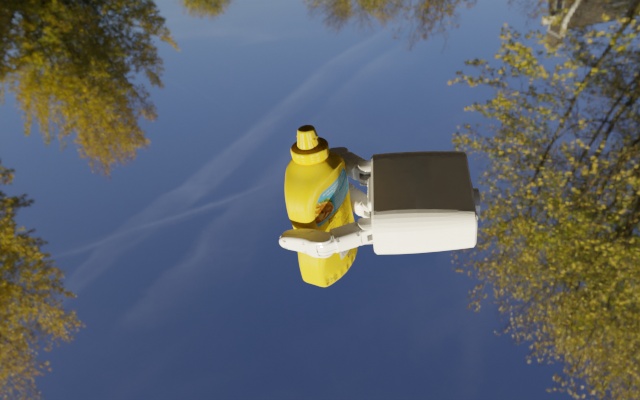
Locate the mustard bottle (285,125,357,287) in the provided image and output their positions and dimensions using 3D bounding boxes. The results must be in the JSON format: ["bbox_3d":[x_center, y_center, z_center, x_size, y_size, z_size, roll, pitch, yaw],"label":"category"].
[{"bbox_3d":[0.000,0.002,0.551,0.058,0.192,0.096,13,42,29],"label":"mustard bottle"}]
